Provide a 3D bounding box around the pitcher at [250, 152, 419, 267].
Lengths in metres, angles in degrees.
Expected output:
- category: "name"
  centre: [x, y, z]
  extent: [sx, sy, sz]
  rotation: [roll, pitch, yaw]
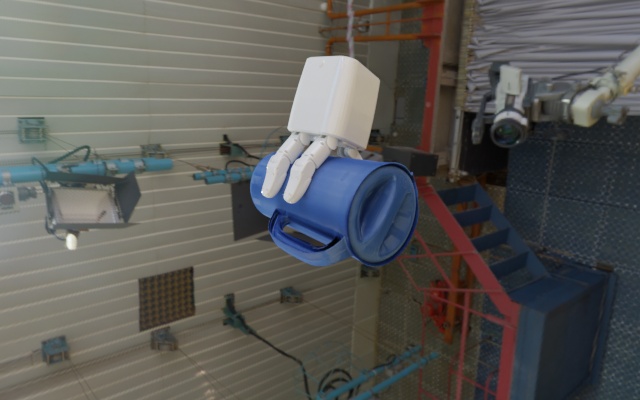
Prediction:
- category: "pitcher"
  centre: [0.000, 0.002, 0.671]
  extent: [0.149, 0.145, 0.243]
  rotation: [11, 3, -43]
